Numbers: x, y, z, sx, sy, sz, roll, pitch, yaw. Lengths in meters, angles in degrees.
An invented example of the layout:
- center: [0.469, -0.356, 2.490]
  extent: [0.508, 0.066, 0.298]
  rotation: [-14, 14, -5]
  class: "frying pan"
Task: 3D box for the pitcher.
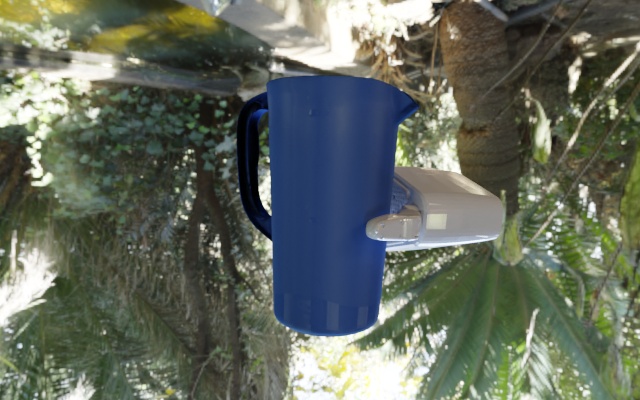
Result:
- center: [0.000, 0.002, 0.480]
  extent: [0.145, 0.243, 0.149]
  rotation: [0, 6, -24]
  class: "pitcher"
